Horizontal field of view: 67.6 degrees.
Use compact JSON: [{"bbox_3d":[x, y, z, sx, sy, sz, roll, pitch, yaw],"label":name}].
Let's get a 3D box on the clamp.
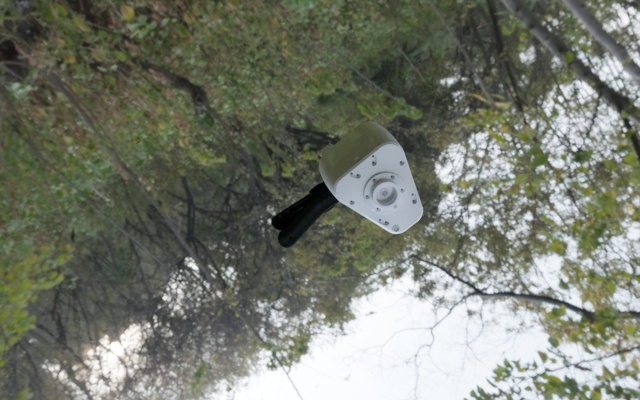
[{"bbox_3d":[0.001,0.003,0.667,0.171,0.039,0.120,-39,20,7],"label":"clamp"}]
